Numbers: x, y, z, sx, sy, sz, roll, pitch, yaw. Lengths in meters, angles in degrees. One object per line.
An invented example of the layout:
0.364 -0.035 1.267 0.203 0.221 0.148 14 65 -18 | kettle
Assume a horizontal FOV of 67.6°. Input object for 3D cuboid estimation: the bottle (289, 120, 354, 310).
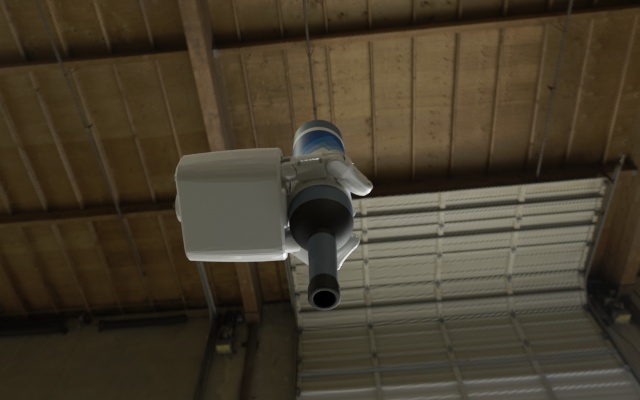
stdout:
0.000 0.002 0.516 0.069 0.069 0.295 0 33 -1 | bottle
